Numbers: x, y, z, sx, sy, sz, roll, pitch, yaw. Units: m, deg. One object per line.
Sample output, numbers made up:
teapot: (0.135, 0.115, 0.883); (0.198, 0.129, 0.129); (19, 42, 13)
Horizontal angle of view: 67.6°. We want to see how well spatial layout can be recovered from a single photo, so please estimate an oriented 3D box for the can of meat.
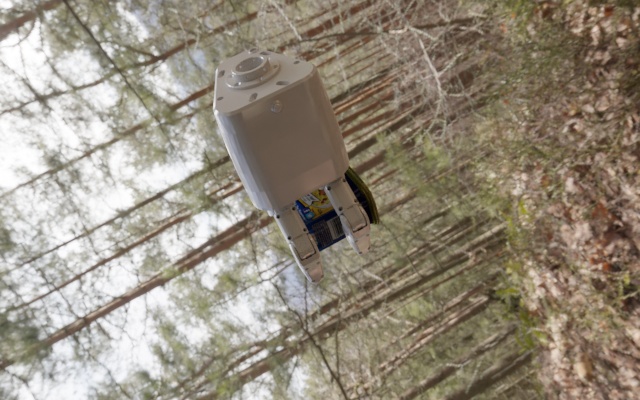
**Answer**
can of meat: (0.000, 0.002, 0.506); (0.084, 0.057, 0.102); (-28, 44, -9)
